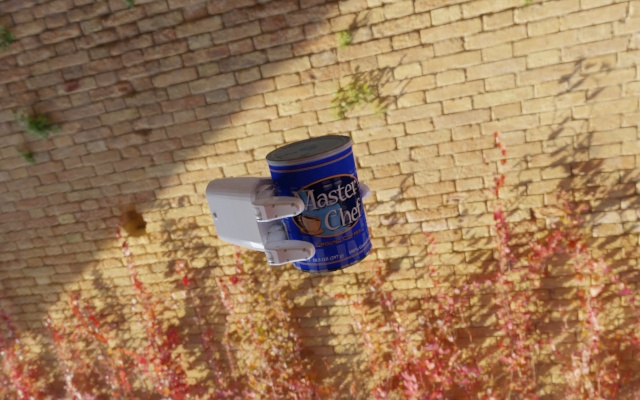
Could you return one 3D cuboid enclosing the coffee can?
[{"bbox_3d":[0.000,0.002,0.578,0.103,0.140,0.102,-12,18,4],"label":"coffee can"}]
